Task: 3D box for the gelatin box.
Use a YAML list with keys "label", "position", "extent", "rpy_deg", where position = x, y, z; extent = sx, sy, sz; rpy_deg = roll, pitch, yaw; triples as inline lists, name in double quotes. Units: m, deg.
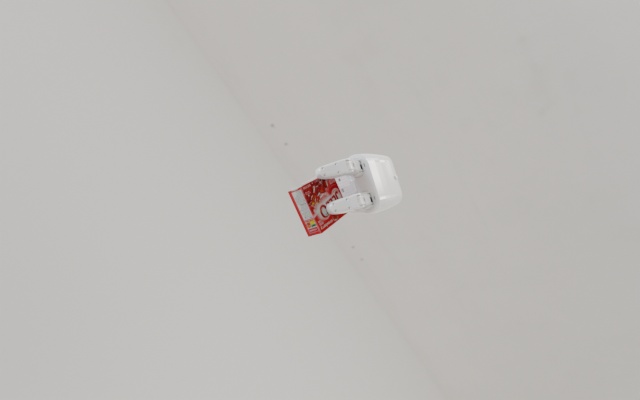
- label: "gelatin box"
  position: [0.000, 0.003, 0.708]
  extent: [0.030, 0.073, 0.089]
  rpy_deg: [-18, 9, 37]
